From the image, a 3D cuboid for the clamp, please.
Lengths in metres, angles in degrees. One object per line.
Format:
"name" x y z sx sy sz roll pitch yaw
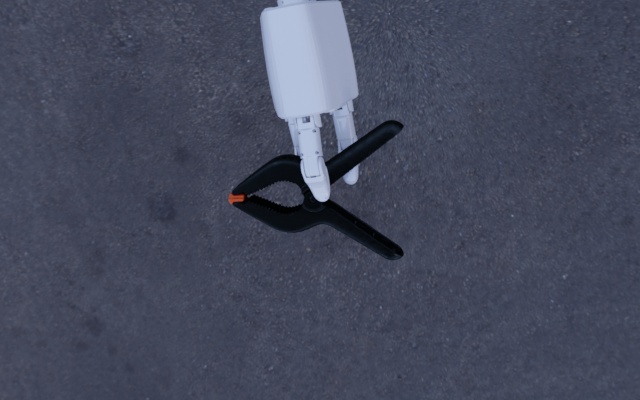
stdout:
"clamp" -0.001 0.002 0.555 0.210 0.165 0.036 -7 18 11
